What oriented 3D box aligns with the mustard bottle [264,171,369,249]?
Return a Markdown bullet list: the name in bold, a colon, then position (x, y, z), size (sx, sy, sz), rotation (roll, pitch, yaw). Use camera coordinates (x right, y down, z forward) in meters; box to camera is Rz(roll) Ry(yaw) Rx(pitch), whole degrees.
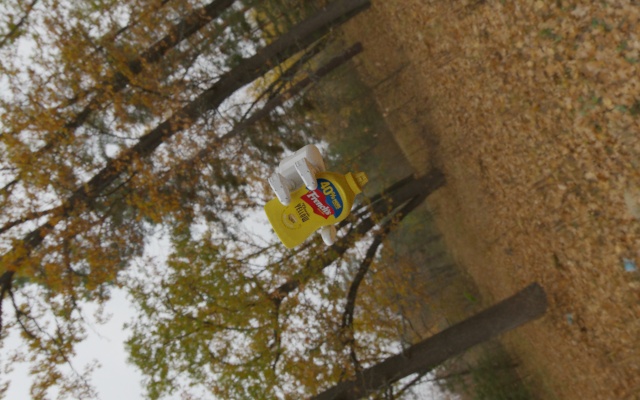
- **mustard bottle**: position (0.000, 0.003, 0.863), size (0.191, 0.096, 0.058), rotation (-30, 0, 11)
